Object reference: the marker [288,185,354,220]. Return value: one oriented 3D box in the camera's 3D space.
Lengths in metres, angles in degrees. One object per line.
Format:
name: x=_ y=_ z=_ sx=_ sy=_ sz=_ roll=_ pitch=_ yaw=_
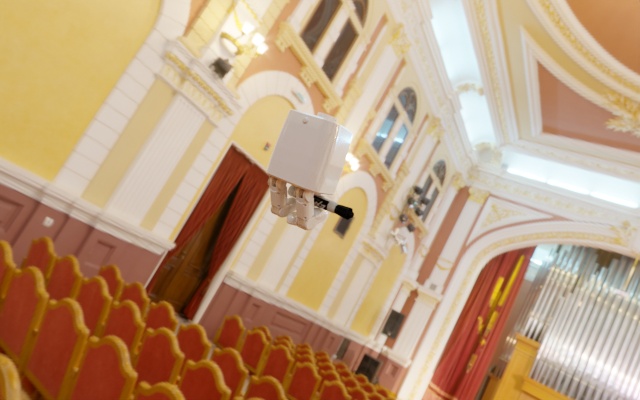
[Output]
marker: x=0.000 y=0.002 z=0.738 sx=0.121 sy=0.020 sz=0.020 roll=22 pitch=12 yaw=32
